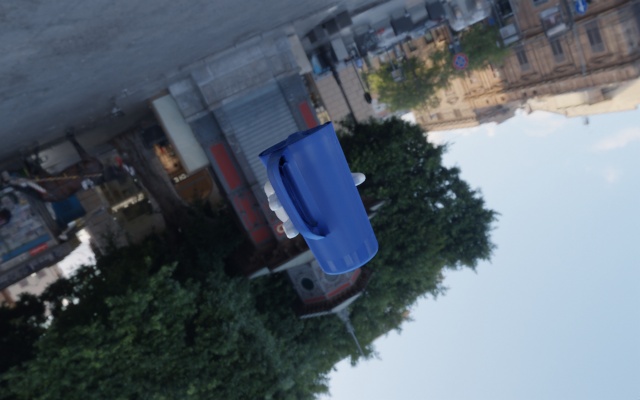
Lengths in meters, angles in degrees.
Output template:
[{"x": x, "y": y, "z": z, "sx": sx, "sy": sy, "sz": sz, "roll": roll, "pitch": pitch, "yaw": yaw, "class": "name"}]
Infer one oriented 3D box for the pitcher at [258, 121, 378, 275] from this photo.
[{"x": 0.000, "y": 0.003, "z": 0.800, "sx": 0.149, "sy": 0.243, "sz": 0.145, "roll": -29, "pitch": 13, "yaw": -16, "class": "pitcher"}]
